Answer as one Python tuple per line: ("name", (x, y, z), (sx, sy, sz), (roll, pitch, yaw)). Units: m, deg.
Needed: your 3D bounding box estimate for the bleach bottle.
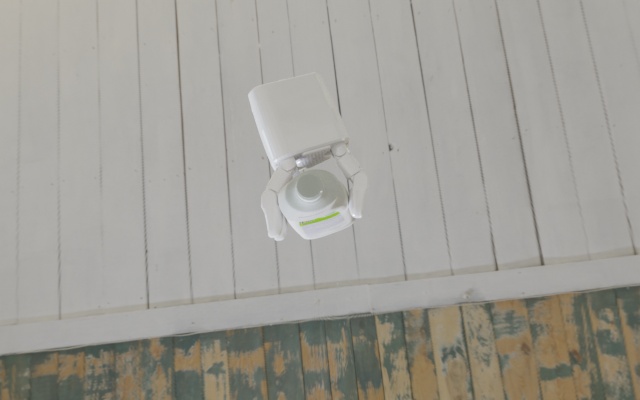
("bleach bottle", (0.000, 0.002, 0.645), (0.102, 0.068, 0.251), (-22, -10, -2))
